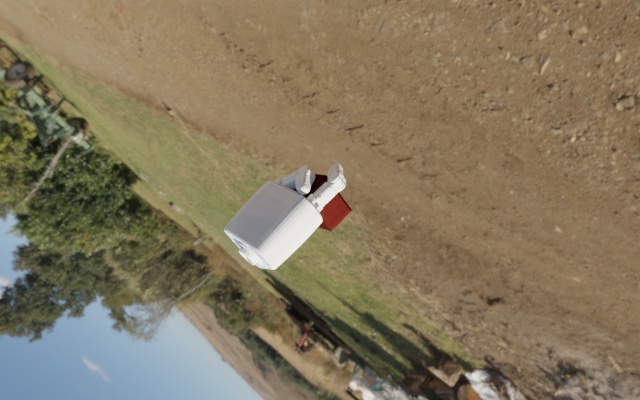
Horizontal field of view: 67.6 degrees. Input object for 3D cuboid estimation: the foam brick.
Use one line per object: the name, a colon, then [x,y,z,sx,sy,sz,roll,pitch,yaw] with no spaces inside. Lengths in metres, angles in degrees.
foam brick: [0.000,0.003,0.760,0.051,0.078,0.053,-47,28,-19]
